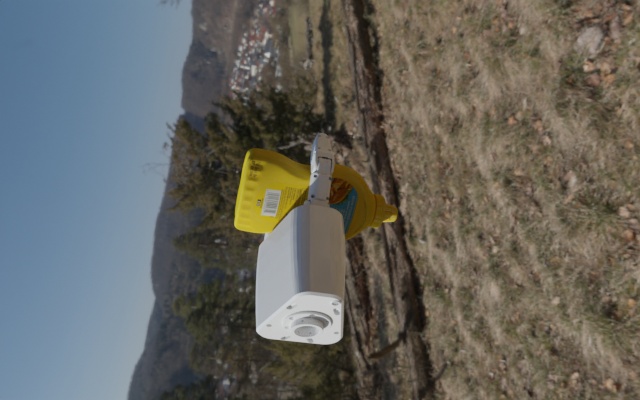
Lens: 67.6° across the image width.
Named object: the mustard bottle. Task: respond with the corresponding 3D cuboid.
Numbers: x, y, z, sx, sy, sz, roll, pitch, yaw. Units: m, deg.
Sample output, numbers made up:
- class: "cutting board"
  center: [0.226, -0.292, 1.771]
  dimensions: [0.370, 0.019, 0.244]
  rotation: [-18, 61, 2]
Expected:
- class: "mustard bottle"
  center: [0.000, 0.002, 0.565]
  dimensions: [0.191, 0.096, 0.058]
  rotation: [10, 24, -12]
